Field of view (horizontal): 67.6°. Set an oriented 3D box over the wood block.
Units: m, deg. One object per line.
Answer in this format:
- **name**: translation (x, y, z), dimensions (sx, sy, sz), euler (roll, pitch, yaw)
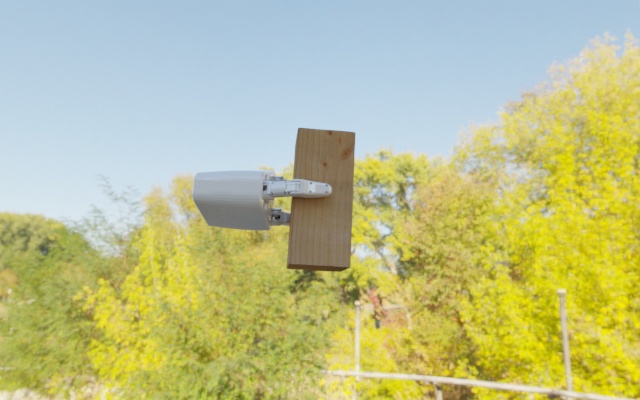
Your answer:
- **wood block**: translation (0.000, 0.002, 0.740), dimensions (0.090, 0.206, 0.091), euler (4, -12, -5)
